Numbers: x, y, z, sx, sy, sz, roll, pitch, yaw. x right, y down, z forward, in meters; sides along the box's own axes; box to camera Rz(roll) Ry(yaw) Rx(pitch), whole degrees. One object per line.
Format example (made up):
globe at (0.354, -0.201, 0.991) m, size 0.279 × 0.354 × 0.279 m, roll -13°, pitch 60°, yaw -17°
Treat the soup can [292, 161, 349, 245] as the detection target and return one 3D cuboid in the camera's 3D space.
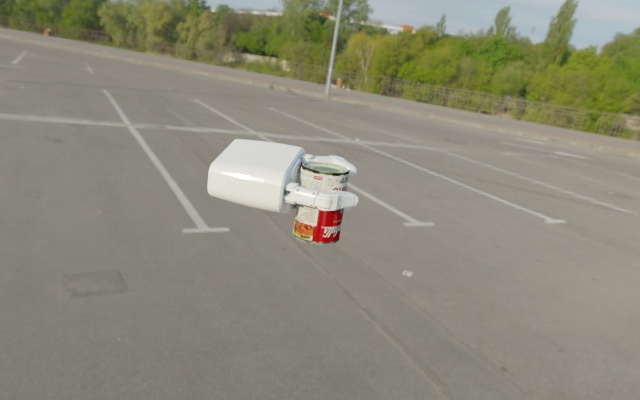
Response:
soup can at (0.001, 0.002, 0.666) m, size 0.068 × 0.102 × 0.068 m, roll 7°, pitch 16°, yaw -2°
